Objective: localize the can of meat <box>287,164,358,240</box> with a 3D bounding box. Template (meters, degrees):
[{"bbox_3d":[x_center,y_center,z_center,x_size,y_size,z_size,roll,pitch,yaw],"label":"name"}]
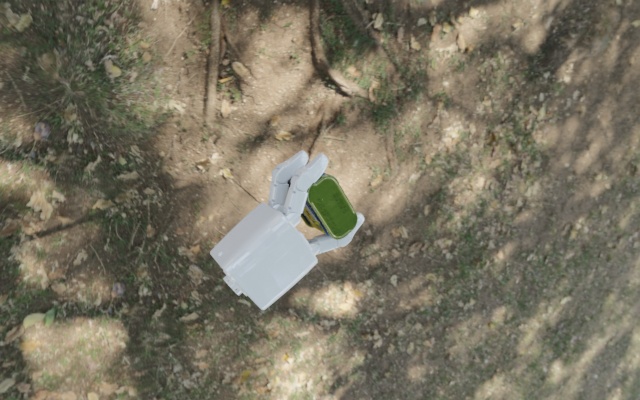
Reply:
[{"bbox_3d":[0.000,0.002,0.696,0.057,0.102,0.084,-39,26,-14],"label":"can of meat"}]
